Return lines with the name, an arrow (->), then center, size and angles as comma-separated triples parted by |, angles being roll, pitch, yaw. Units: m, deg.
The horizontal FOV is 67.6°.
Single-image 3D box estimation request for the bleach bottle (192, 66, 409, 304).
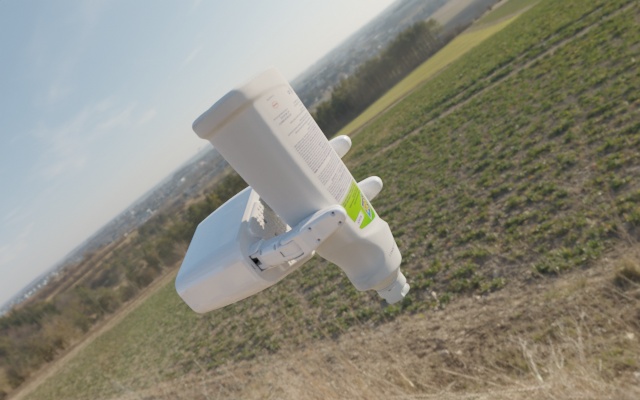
bleach bottle -> 0.000, 0.001, 0.444 | 0.068, 0.251, 0.102 | -30, 15, 32
